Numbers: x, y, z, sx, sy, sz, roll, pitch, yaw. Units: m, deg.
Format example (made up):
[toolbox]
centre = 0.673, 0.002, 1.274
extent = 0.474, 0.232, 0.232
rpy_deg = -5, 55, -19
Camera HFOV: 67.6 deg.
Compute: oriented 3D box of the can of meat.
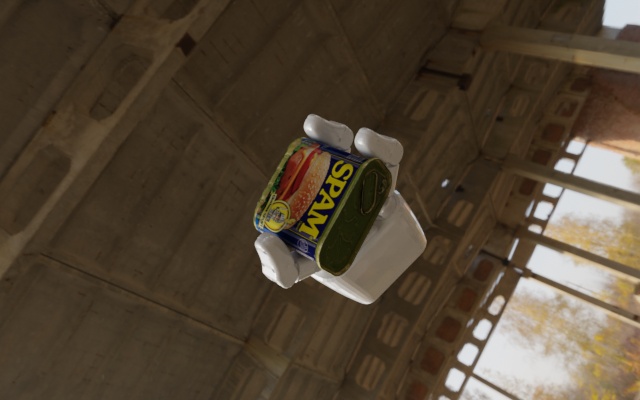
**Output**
[can of meat]
centre = 0.000, 0.001, 0.418
extent = 0.084, 0.102, 0.057
rpy_deg = 24, -9, 35
